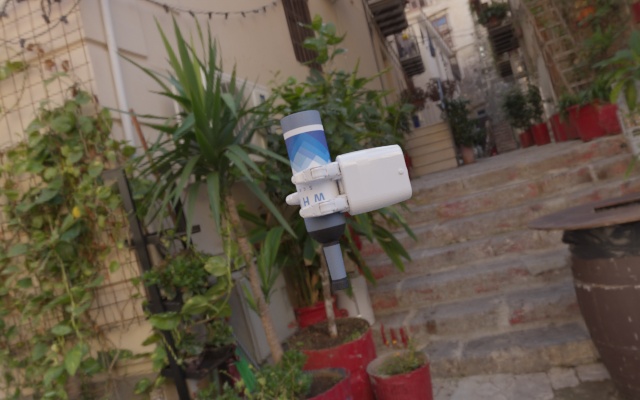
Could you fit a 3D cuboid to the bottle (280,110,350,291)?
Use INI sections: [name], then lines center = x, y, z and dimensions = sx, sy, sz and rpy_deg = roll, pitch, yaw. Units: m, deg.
[bottle]
center = 0.000, 0.002, 0.794
dimensions = 0.069, 0.295, 0.069
rpy_deg = -14, -2, 0
